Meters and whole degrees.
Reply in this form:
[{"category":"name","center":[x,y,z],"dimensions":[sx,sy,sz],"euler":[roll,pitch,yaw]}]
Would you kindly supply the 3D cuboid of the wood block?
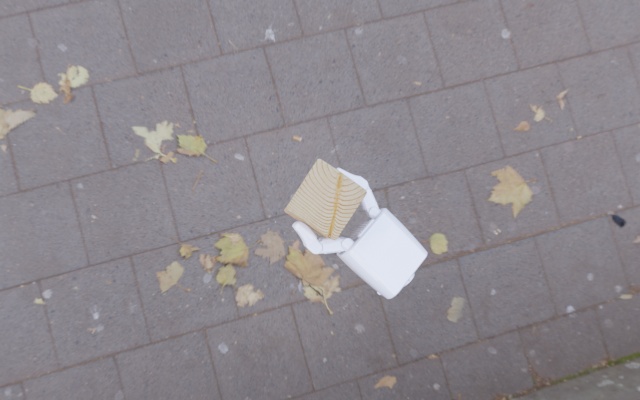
[{"category":"wood block","center":[0.001,0.003,0.795],"dimensions":[0.090,0.091,0.206],"euler":[34,-5,-3]}]
